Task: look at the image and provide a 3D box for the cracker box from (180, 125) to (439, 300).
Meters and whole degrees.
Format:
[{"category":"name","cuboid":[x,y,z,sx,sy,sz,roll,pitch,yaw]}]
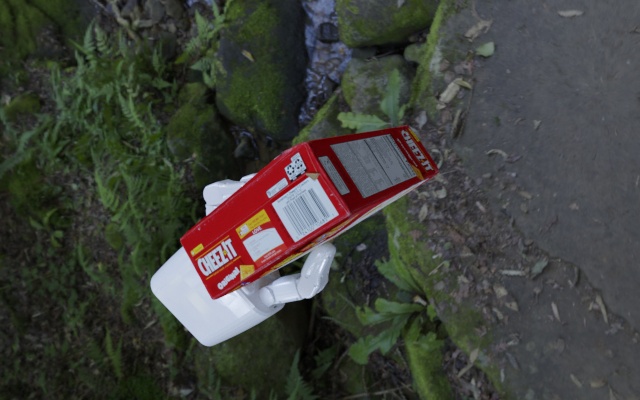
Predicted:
[{"category":"cracker box","cuboid":[0.000,0.002,0.459,0.164,0.072,0.213,-35,-7,32]}]
